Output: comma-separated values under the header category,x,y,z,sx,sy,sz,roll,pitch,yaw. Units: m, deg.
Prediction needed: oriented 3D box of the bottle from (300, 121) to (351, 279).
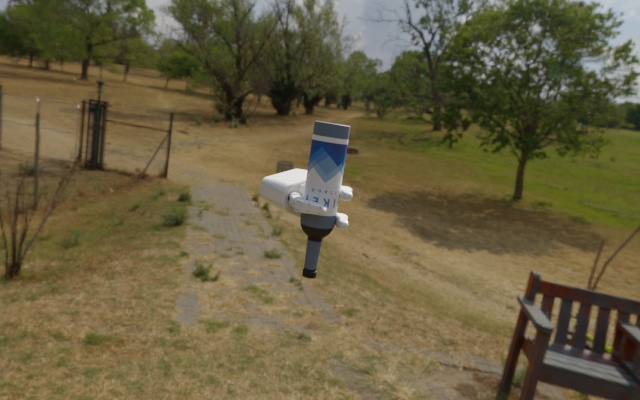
category,x,y,z,sx,sy,sz,roll,pitch,yaw
bottle,0.000,0.003,0.896,0.069,0.296,0.069,9,10,-1
